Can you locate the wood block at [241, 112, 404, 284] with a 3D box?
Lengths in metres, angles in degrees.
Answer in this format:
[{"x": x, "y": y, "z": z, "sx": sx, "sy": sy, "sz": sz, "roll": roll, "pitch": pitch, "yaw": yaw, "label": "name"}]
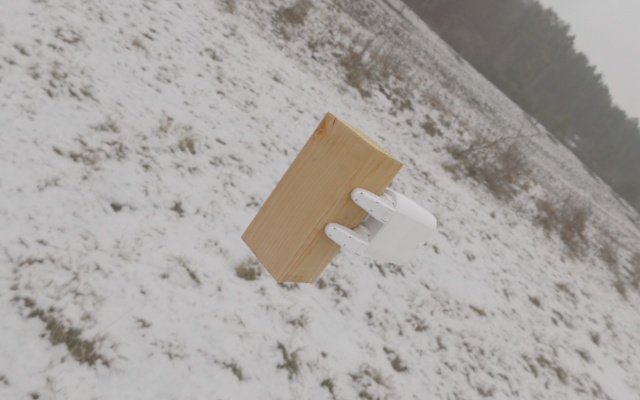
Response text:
[{"x": 0.000, "y": 0.002, "z": 0.632, "sx": 0.090, "sy": 0.206, "sz": 0.090, "roll": 44, "pitch": 15, "yaw": 33, "label": "wood block"}]
